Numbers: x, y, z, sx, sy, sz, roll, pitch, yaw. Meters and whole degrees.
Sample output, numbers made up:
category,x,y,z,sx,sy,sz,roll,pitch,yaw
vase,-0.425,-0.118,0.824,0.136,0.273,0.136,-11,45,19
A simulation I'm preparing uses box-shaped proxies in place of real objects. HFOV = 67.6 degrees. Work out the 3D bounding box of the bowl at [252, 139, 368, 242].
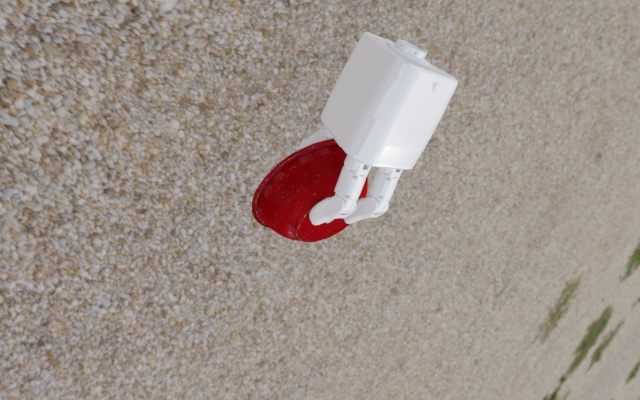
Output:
category,x,y,z,sx,sy,sz,roll,pitch,yaw
bowl,0.000,0.003,0.586,0.162,0.055,0.162,-23,-30,-15
